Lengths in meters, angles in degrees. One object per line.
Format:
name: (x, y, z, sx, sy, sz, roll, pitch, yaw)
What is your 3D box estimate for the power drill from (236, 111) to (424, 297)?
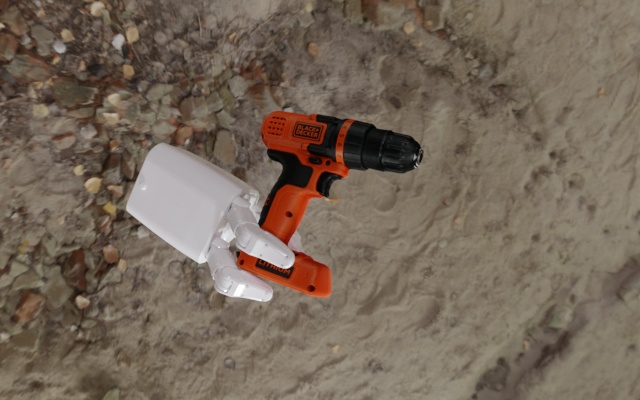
power drill: (0.000, 0.002, 0.506, 0.184, 0.187, 0.057, 14, -7, 27)
